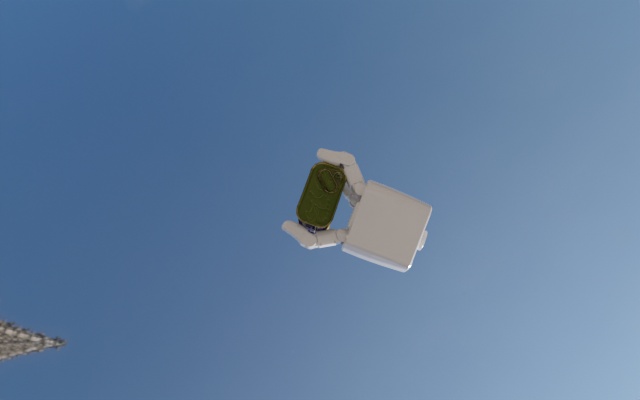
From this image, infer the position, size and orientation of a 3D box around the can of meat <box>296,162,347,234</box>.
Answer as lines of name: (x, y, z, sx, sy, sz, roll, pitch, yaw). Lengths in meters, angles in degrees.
can of meat: (0.000, 0.003, 0.757, 0.057, 0.102, 0.084, 19, -18, 3)
